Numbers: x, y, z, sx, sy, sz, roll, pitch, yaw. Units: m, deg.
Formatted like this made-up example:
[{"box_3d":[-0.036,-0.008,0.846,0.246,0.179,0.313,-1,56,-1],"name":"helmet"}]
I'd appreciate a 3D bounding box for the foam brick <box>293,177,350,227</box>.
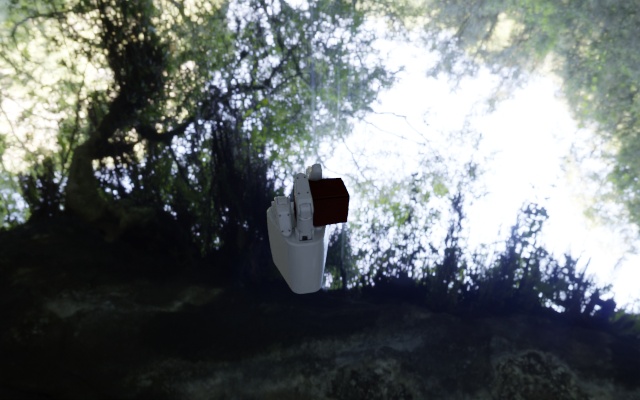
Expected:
[{"box_3d":[0.000,0.002,0.712,0.078,0.051,0.053,-6,36,-8],"name":"foam brick"}]
